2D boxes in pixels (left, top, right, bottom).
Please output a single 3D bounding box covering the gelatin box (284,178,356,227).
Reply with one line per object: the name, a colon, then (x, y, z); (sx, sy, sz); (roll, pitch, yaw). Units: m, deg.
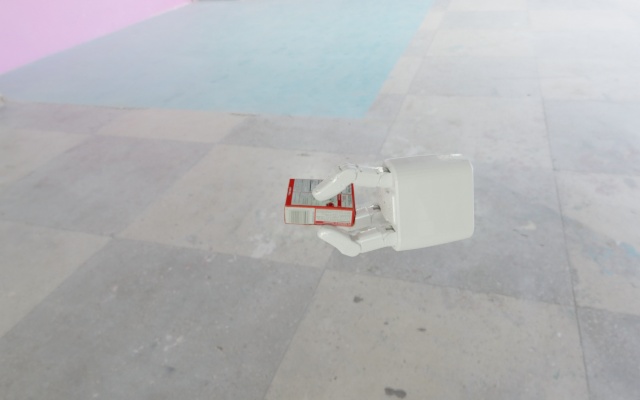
gelatin box: (0.000, 0.002, 0.618); (0.089, 0.030, 0.073); (3, 31, 0)
